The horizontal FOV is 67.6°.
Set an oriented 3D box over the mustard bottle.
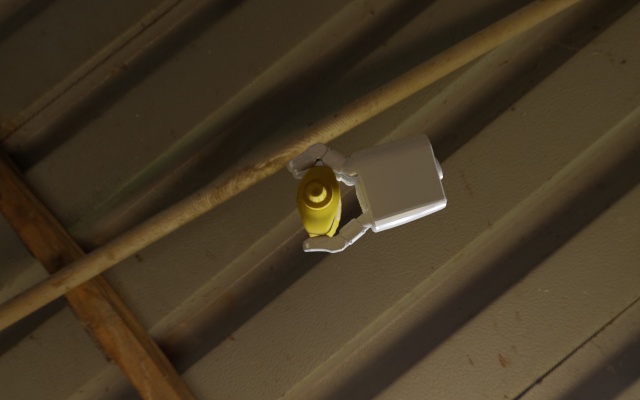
[{"bbox_3d":[0.000,0.002,0.677,0.058,0.096,0.192,6,-8,4],"label":"mustard bottle"}]
